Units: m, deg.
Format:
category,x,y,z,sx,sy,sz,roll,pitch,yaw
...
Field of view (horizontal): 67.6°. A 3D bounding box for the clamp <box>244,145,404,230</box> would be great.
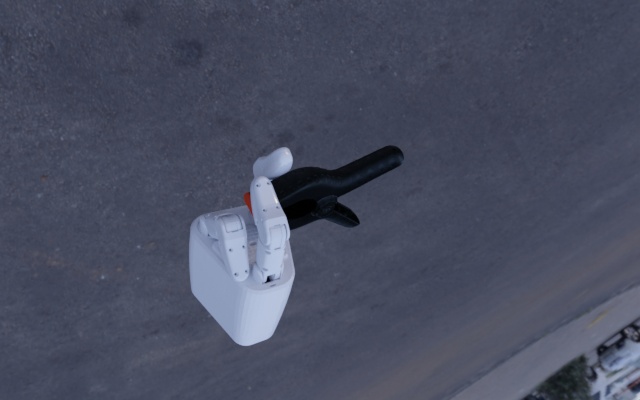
category,x,y,z,sx,sy,sz,roll,pitch,yaw
clamp,0.000,0.002,0.494,0.171,0.120,0.039,-13,50,-28
